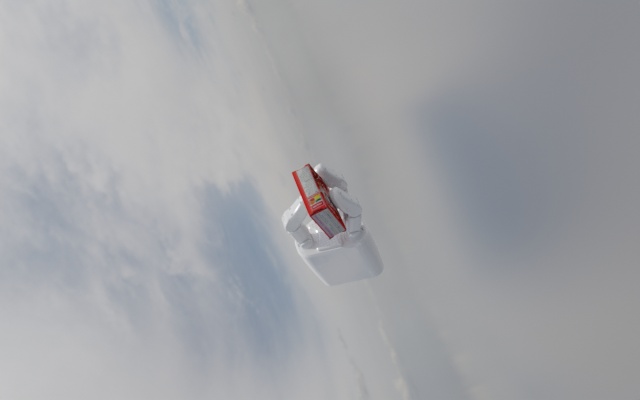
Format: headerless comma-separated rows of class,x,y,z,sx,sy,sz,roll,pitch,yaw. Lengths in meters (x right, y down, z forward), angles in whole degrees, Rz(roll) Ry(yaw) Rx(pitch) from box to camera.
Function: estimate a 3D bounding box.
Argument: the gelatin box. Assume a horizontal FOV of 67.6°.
gelatin box,0.000,0.002,0.648,0.030,0.073,0.089,-27,-30,8
